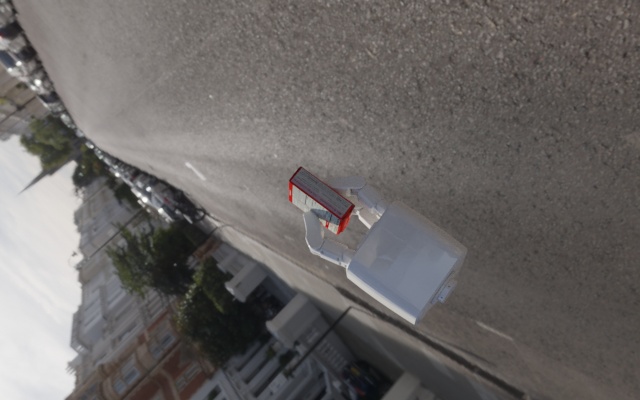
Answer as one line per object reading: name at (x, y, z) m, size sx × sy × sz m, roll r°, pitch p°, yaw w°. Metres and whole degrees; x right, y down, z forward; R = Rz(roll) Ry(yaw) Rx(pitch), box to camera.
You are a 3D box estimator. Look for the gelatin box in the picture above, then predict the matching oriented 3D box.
gelatin box at (0.000, 0.002, 0.634) m, size 0.089 × 0.030 × 0.073 m, roll 35°, pitch -18°, yaw 9°
